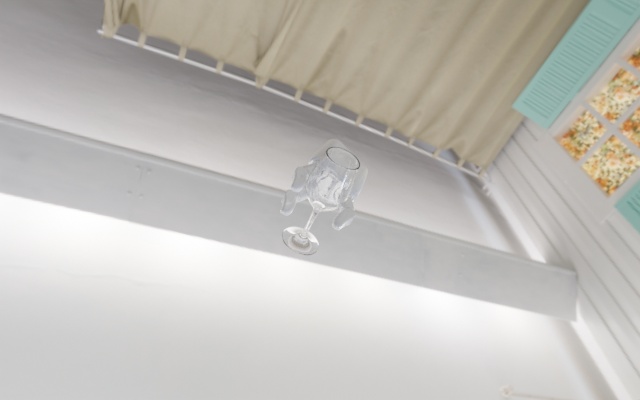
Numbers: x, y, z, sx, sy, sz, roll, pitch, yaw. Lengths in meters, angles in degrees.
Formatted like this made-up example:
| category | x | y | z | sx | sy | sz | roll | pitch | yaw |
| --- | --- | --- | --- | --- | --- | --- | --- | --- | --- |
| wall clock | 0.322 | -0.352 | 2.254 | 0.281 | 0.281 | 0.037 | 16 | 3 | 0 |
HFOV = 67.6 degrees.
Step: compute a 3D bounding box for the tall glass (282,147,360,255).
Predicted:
| category | x | y | z | sx | sy | sz | roll | pitch | yaw |
| --- | --- | --- | --- | --- | --- | --- | --- | --- | --- |
| tall glass | 0.000 | 0.003 | 0.846 | 0.079 | 0.201 | 0.079 | 18 | 35 | -13 |
